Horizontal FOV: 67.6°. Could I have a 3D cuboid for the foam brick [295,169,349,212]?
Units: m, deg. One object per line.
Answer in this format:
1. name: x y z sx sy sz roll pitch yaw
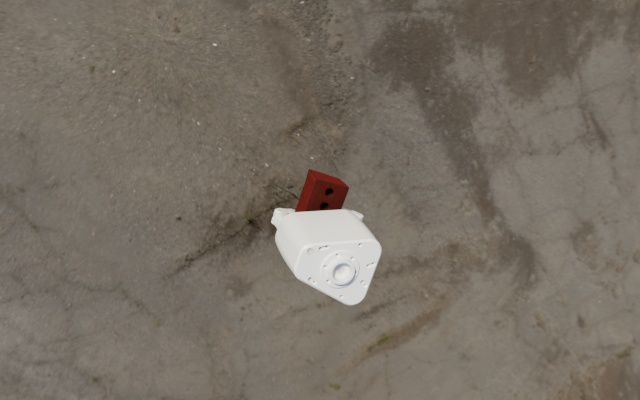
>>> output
1. foam brick: 0.000 0.002 0.699 0.053 0.078 0.051 15 13 -19
